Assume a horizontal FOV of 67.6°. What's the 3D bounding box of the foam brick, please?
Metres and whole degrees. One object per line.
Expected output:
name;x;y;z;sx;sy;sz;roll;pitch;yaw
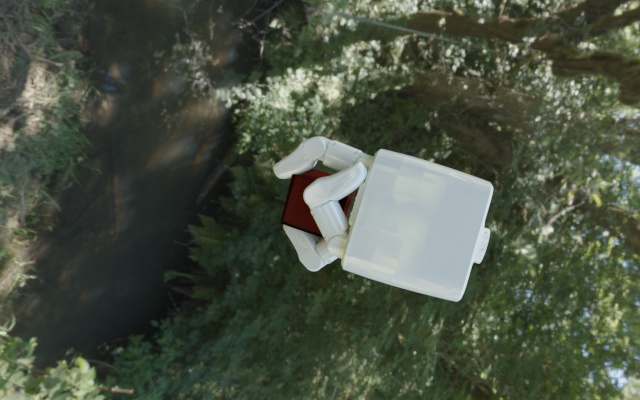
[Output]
foam brick;0.000;0.001;0.486;0.051;0.053;0.078;17;12;12
